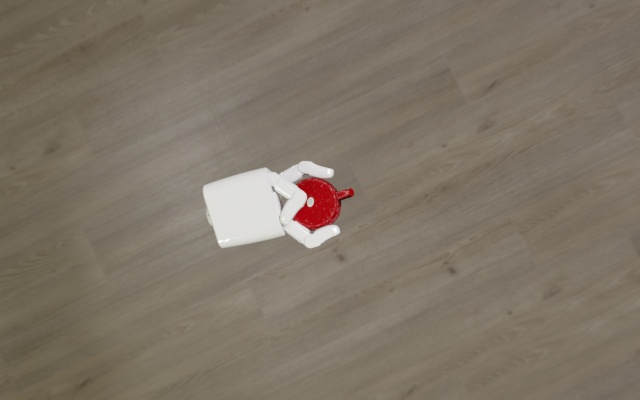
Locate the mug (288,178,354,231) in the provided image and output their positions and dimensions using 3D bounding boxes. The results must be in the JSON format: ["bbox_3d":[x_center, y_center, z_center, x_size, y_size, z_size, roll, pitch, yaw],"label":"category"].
[{"bbox_3d":[0.002,0.002,0.801,0.117,0.093,0.081,-14,-3,2],"label":"mug"}]
